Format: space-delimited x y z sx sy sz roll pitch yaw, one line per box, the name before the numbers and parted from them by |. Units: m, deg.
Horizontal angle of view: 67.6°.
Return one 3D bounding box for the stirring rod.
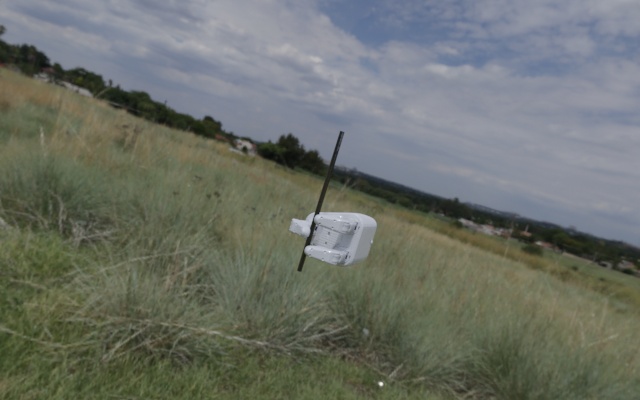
stirring rod | 0.000 0.003 0.786 0.011 0.239 0.011 17 4 -1
